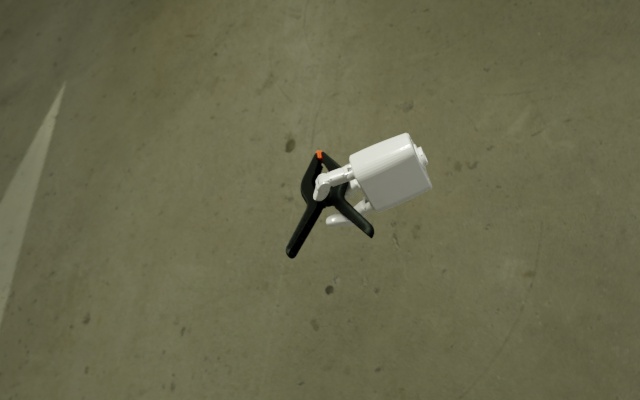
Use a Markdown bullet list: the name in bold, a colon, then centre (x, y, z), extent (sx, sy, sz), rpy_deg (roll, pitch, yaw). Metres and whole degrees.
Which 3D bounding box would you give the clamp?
- **clamp**: centre (0.000, 0.002, 0.873), extent (0.164, 0.209, 0.036), rpy_deg (-22, -35, 15)
